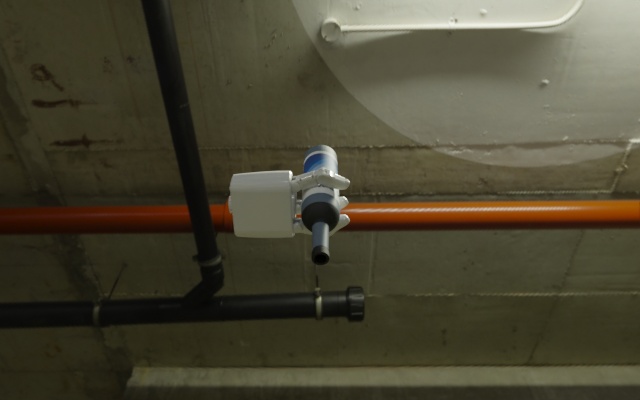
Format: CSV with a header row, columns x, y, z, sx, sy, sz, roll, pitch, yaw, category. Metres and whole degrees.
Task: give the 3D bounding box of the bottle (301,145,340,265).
x,y,z,sx,sy,sz,roll,pitch,yaw,category
0.000,0.003,0.841,0.069,0.069,0.295,0,36,0,bottle
